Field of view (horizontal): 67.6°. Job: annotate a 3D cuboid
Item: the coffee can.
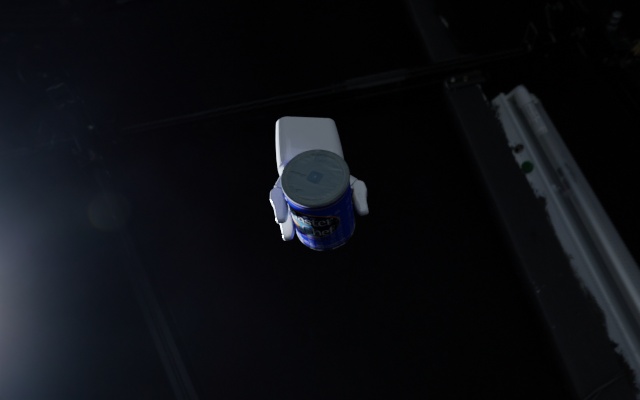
[{"bbox_3d":[0.000,0.003,0.756,0.103,0.102,0.140,0,-33,8],"label":"coffee can"}]
